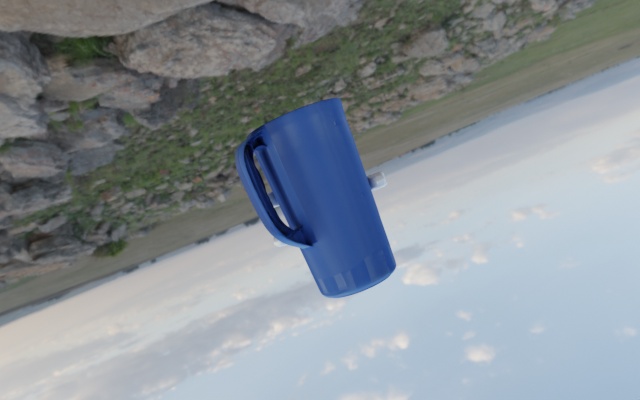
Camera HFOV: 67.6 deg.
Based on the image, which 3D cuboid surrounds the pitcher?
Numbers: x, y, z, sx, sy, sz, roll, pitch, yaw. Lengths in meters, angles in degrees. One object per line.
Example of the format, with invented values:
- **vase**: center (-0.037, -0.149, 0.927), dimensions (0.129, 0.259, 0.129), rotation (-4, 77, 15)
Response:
- **pitcher**: center (0.000, 0.002, 0.624), dimensions (0.149, 0.243, 0.145), rotation (-22, 1, 4)
